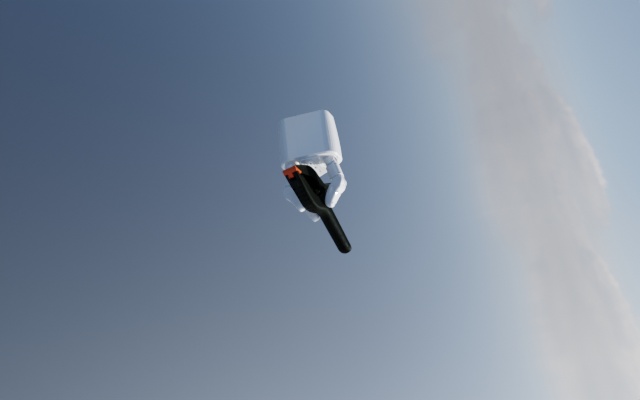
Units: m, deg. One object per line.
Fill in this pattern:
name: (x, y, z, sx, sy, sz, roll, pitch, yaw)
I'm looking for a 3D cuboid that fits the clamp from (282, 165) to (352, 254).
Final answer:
clamp: (0.001, 0.002, 0.898, 0.036, 0.164, 0.210, -23, -31, 21)
